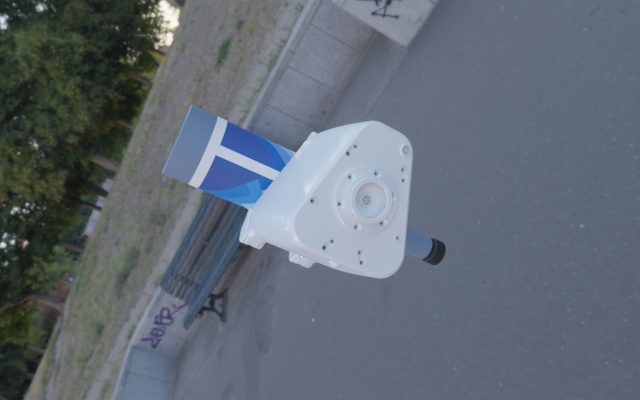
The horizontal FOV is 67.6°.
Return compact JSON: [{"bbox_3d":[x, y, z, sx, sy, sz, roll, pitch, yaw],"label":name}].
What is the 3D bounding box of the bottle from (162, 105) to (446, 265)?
[{"bbox_3d":[0.000,0.001,0.470,0.296,0.069,0.069,24,-8,-19],"label":"bottle"}]
